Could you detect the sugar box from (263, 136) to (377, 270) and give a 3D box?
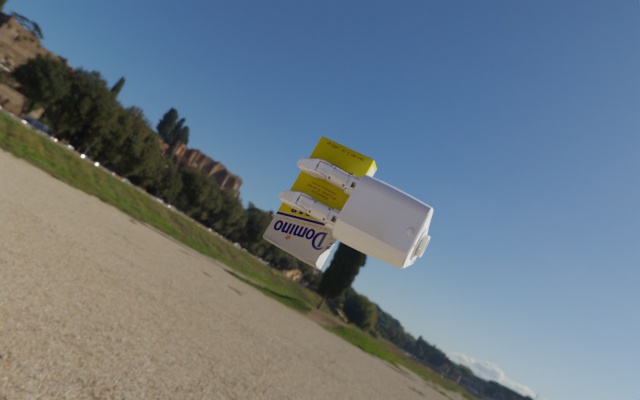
[{"bbox_3d":[0.000,0.002,0.703,0.093,0.176,0.048,26,-11,19],"label":"sugar box"}]
